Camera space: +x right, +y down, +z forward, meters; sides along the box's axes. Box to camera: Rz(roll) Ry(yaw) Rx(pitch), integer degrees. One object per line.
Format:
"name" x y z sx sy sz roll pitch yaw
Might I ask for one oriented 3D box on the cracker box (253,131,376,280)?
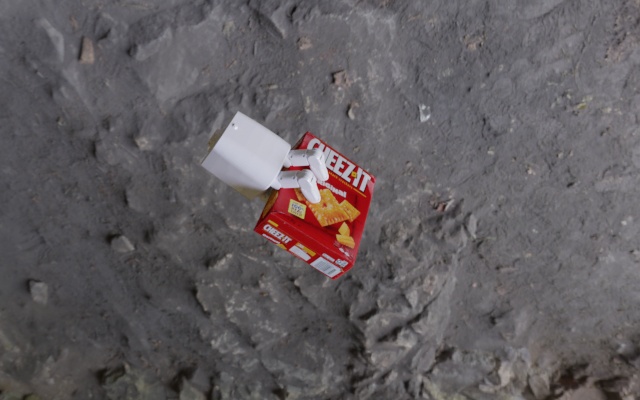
"cracker box" 0.000 0.003 0.825 0.164 0.213 0.072 33 -44 -14
